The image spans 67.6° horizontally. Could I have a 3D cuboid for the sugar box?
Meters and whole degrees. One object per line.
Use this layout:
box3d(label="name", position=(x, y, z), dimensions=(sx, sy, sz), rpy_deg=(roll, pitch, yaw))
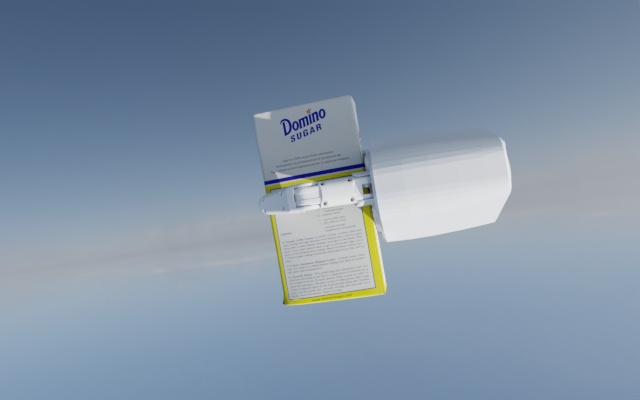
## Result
box3d(label="sugar box", position=(0.000, 0.002, 0.436), dimensions=(0.093, 0.176, 0.048), rpy_deg=(-9, -3, 9))
